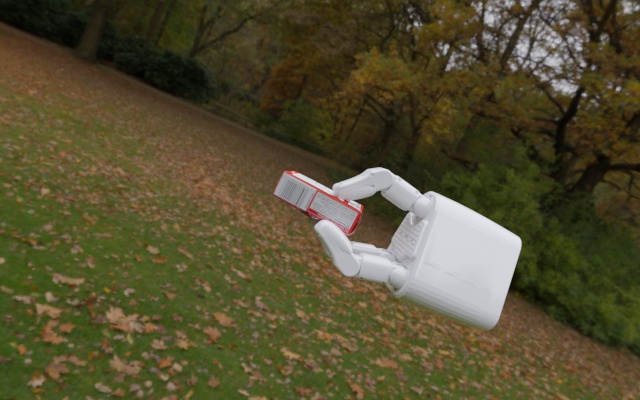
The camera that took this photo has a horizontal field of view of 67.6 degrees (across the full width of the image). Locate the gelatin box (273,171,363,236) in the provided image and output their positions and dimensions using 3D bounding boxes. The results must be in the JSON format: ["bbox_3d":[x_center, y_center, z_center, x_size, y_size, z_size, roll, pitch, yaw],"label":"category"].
[{"bbox_3d":[0.000,0.001,0.497,0.089,0.030,0.073,28,6,3],"label":"gelatin box"}]
